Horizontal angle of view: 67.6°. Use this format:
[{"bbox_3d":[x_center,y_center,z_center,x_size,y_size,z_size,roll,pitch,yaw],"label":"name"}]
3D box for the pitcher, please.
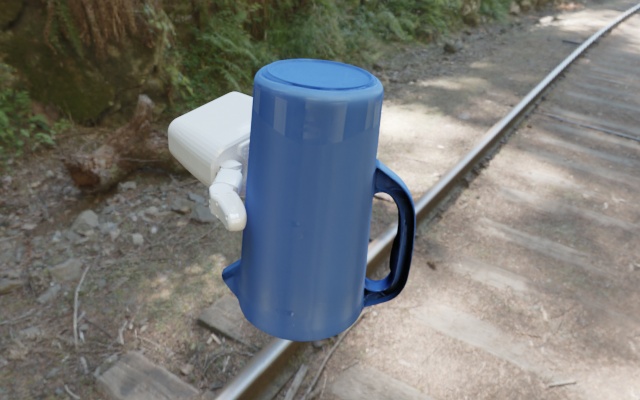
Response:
[{"bbox_3d":[0.000,0.001,0.450,0.149,0.243,0.145,-18,37,-36],"label":"pitcher"}]
